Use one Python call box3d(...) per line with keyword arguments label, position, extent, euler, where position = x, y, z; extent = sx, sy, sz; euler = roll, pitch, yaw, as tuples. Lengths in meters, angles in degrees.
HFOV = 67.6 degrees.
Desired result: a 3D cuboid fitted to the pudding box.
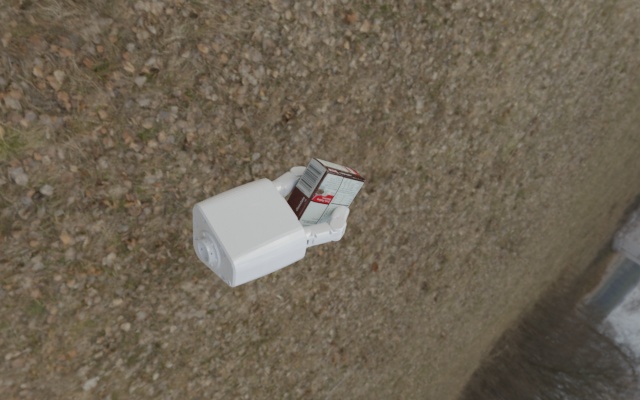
box3d(label="pudding box", position=(0.000, 0.002, 0.671), extent=(0.090, 0.113, 0.039), euler=(10, 28, -50))
